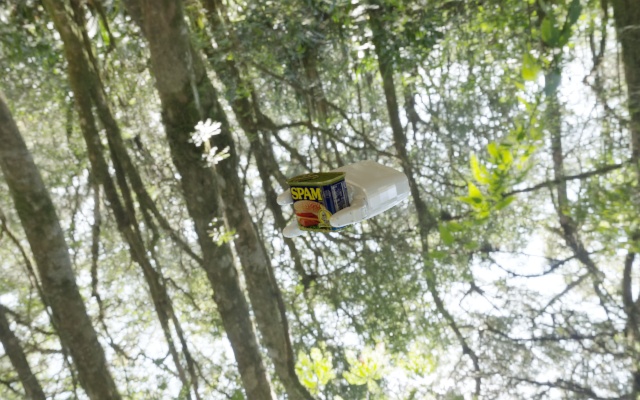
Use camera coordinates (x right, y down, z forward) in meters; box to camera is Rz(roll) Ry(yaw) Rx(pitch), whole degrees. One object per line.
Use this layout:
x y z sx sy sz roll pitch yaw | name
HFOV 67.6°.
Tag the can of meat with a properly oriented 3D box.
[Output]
0.000 0.003 0.754 0.057 0.084 0.102 -24 18 -40 | can of meat
